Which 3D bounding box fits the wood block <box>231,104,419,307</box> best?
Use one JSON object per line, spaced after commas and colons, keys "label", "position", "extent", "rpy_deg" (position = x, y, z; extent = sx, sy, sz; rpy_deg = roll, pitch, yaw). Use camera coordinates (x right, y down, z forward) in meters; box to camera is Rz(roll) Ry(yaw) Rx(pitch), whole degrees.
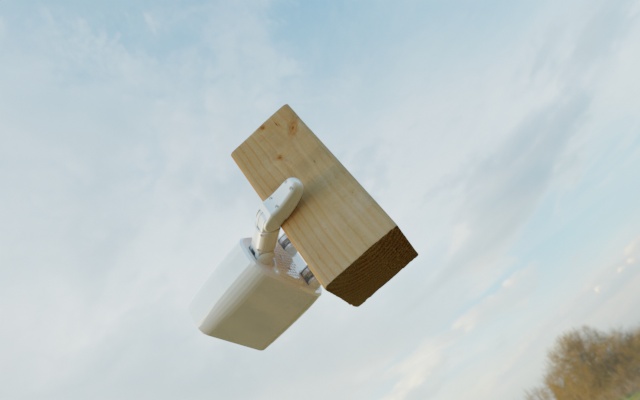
{"label": "wood block", "position": [0.000, 0.002, 0.520], "extent": [0.206, 0.090, 0.091], "rpy_deg": [51, 4, 34]}
